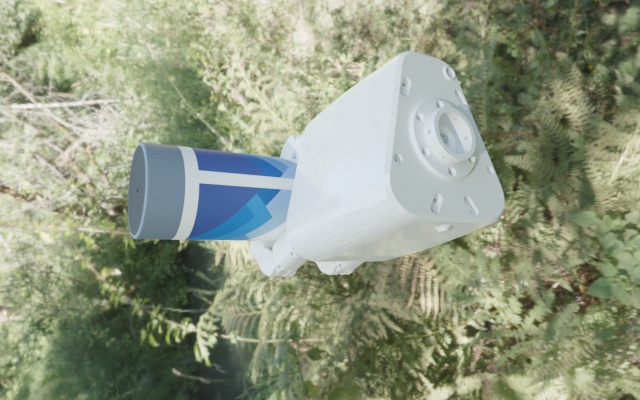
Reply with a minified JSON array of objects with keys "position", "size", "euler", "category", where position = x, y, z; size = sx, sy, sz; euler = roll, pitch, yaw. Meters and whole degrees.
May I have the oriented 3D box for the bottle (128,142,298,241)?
[{"position":[0.000,0.001,0.402],"size":[0.296,0.069,0.069],"euler":[4,-2,-31],"category":"bottle"}]
